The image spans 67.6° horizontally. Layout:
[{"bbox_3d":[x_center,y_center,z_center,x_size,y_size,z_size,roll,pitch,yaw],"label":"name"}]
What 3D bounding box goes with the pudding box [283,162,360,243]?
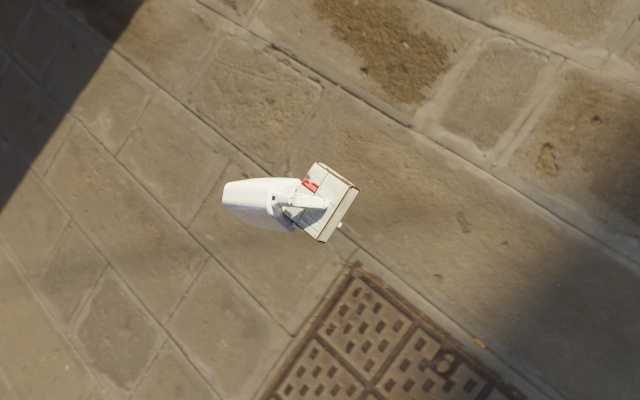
[{"bbox_3d":[0.000,0.003,0.818,0.090,0.113,0.039,37,10,30],"label":"pudding box"}]
